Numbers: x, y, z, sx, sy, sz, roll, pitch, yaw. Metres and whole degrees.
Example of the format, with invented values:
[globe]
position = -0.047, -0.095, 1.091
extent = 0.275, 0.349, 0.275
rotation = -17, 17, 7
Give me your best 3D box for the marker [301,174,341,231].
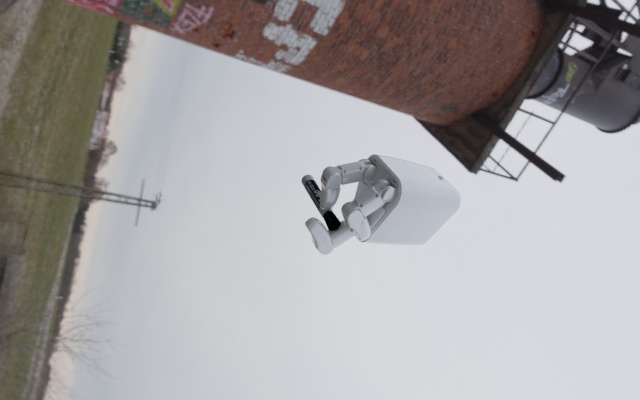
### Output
[marker]
position = 0.000, 0.002, 0.667
extent = 0.020, 0.020, 0.121
rotation = 0, 34, -24
